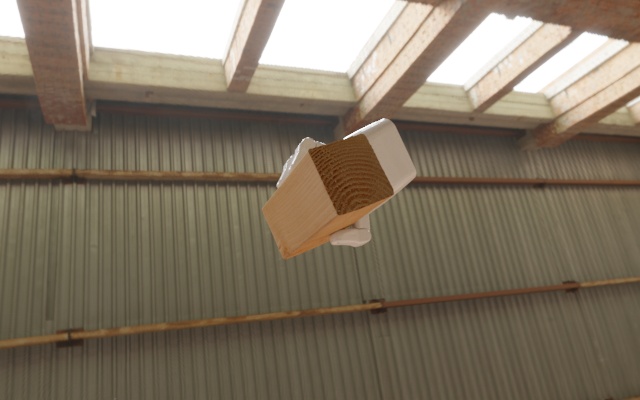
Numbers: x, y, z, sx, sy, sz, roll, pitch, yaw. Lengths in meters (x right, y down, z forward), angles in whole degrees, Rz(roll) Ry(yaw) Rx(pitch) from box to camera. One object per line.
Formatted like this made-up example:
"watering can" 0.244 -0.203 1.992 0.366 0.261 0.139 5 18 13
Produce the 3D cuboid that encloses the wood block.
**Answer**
"wood block" 0.001 0.002 0.664 0.090 0.091 0.206 -20 -12 -28
